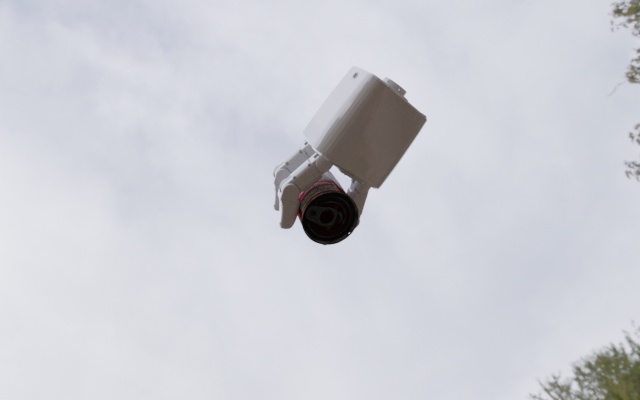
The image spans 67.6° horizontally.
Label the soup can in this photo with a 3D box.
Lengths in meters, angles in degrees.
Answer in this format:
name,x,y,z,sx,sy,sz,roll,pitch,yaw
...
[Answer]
name,x,y,z,sx,sy,sz,roll,pitch,yaw
soup can,0.000,0.002,0.595,0.068,0.068,0.102,0,22,-14
